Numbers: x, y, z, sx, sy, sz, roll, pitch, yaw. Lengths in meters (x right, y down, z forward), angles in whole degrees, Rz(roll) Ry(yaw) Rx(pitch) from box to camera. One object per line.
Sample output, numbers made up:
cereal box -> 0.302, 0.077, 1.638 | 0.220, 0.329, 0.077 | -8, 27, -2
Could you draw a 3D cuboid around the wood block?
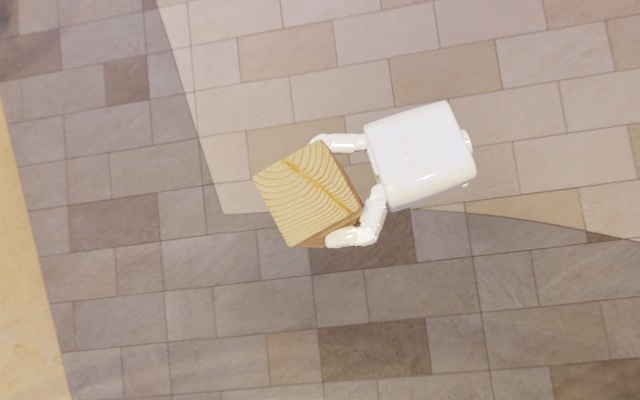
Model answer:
wood block -> 0.000, 0.002, 0.610 | 0.090, 0.091, 0.206 | -29, -10, 5
